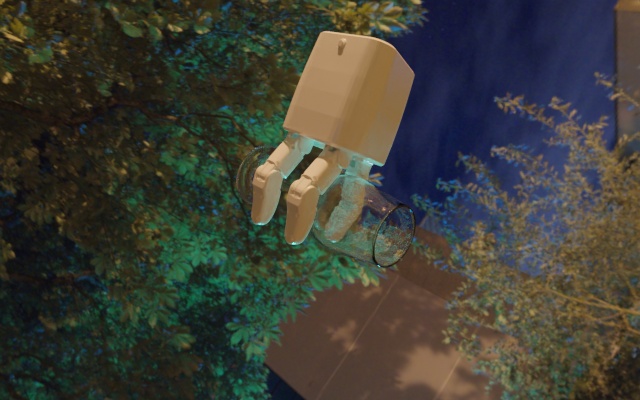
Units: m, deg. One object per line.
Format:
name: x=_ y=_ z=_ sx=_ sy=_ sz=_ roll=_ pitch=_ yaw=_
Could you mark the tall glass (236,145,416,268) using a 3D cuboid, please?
tall glass: x=0.000 y=0.002 z=0.498 sx=0.079 sy=0.079 sz=0.201 roll=0 pitch=19 yaw=-46
